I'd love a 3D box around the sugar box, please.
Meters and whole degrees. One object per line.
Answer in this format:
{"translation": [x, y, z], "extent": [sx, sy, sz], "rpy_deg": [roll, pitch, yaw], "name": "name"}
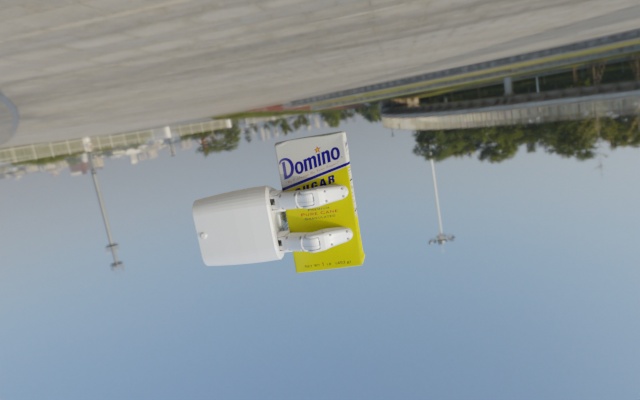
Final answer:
{"translation": [0.000, 0.002, 0.634], "extent": [0.093, 0.176, 0.048], "rpy_deg": [-9, 10, 9], "name": "sugar box"}
